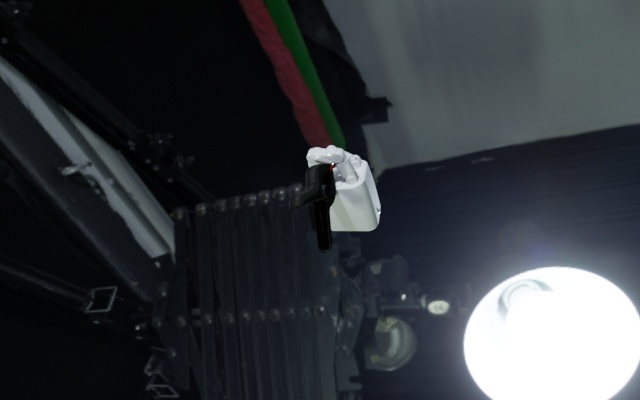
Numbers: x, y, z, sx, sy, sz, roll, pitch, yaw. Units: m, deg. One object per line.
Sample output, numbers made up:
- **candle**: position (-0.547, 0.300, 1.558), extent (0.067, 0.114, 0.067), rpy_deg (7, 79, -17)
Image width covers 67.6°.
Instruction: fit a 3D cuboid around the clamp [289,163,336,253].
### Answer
- **clamp**: position (0.000, 0.003, 0.815), extent (0.039, 0.120, 0.171), rpy_deg (-8, 32, 23)
